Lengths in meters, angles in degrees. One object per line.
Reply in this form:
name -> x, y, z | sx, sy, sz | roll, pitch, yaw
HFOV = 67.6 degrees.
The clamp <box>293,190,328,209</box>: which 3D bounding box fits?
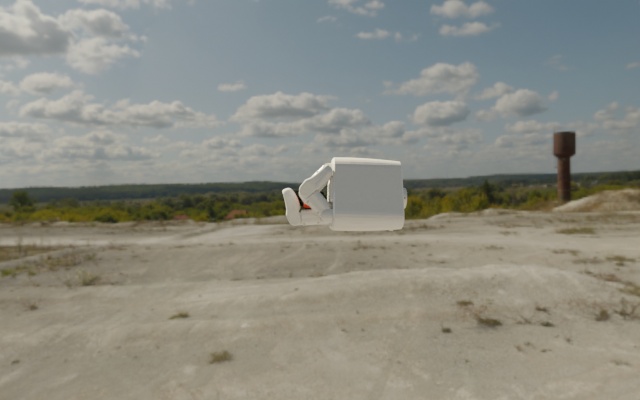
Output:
clamp -> 0.000, 0.002, 0.830 | 0.120, 0.039, 0.171 | 5, 2, -2
